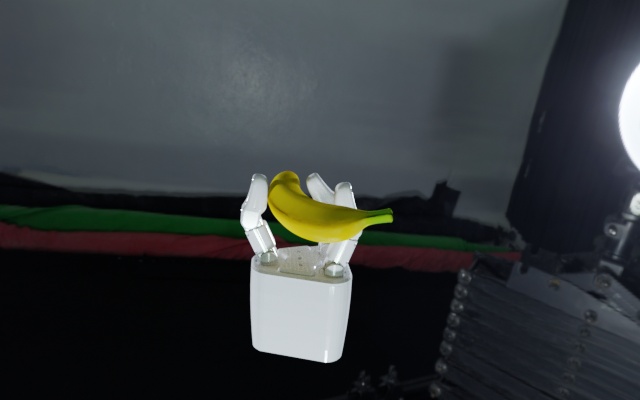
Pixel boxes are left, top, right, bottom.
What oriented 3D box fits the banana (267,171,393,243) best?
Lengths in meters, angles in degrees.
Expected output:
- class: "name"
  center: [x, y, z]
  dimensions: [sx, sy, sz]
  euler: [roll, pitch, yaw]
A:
- class: "banana"
  center: [-0.014, 0.005, 0.477]
  dimensions: [0.069, 0.037, 0.197]
  euler: [-10, 20, -29]
